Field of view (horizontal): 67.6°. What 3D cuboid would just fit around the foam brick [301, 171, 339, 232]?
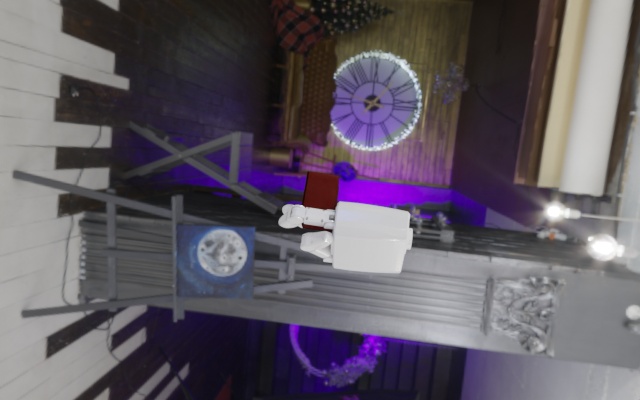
[{"bbox_3d":[0.000,0.002,0.747,0.051,0.078,0.053,6,-25,6],"label":"foam brick"}]
